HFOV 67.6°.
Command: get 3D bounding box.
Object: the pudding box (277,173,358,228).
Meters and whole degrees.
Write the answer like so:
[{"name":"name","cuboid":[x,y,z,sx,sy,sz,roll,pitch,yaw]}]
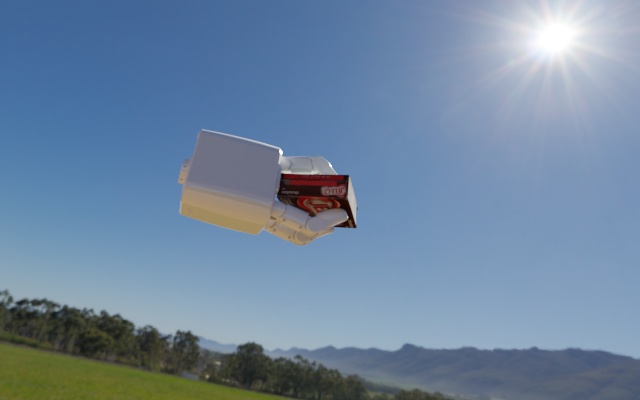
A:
[{"name":"pudding box","cuboid":[0.000,0.002,0.636,0.090,0.039,0.113,3,-19,12]}]
